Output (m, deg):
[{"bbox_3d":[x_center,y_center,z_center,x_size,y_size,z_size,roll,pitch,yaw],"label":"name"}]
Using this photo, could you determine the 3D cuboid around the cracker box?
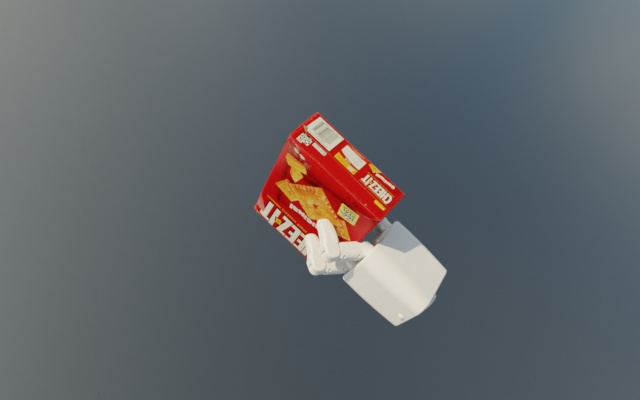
[{"bbox_3d":[0.000,0.002,0.701,0.072,0.164,0.214,-43,-6,-34],"label":"cracker box"}]
